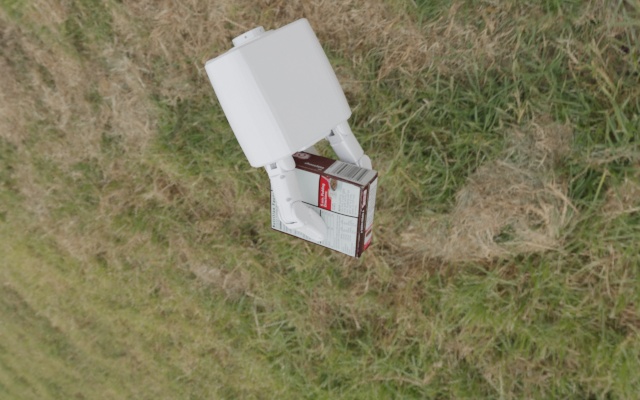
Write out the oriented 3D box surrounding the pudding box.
[{"bbox_3d":[0.000,0.002,0.505,0.113,0.090,0.039,18,35,25],"label":"pudding box"}]
